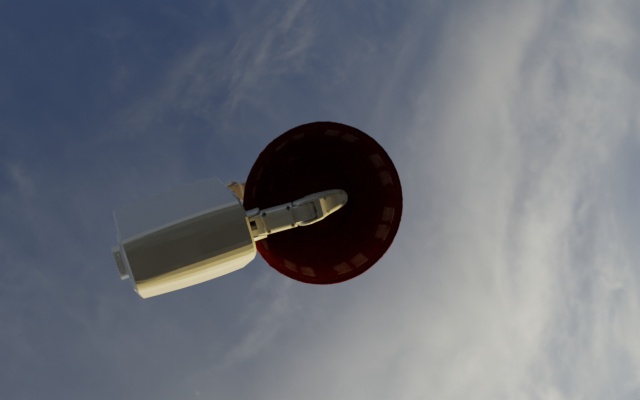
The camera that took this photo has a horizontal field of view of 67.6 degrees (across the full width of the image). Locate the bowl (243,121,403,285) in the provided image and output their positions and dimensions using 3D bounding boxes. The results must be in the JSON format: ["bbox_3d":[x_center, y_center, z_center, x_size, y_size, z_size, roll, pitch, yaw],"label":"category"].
[{"bbox_3d":[0.001,0.002,0.493,0.162,0.162,0.055,0,5,-12],"label":"bowl"}]
